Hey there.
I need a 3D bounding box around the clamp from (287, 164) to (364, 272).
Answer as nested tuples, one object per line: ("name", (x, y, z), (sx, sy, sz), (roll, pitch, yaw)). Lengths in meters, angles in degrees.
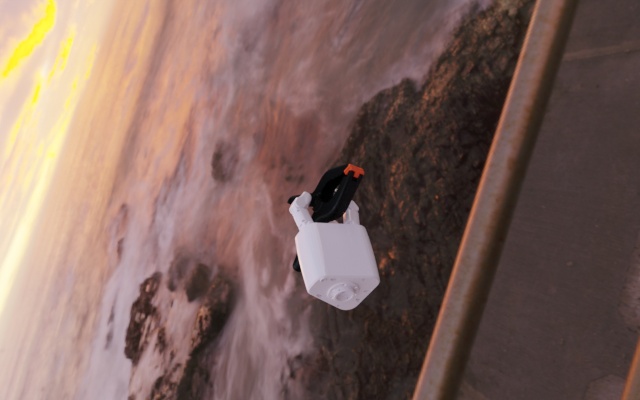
("clamp", (0.000, 0.002, 0.835), (0.036, 0.164, 0.210), (17, -52, -29))
